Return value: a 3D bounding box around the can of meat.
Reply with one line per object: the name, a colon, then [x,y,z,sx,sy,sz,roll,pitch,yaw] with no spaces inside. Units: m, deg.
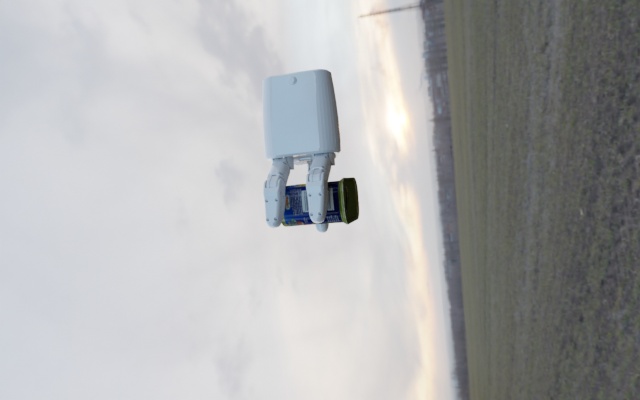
can of meat: [0.000,0.002,0.620,0.084,0.057,0.102,-4,2,14]
